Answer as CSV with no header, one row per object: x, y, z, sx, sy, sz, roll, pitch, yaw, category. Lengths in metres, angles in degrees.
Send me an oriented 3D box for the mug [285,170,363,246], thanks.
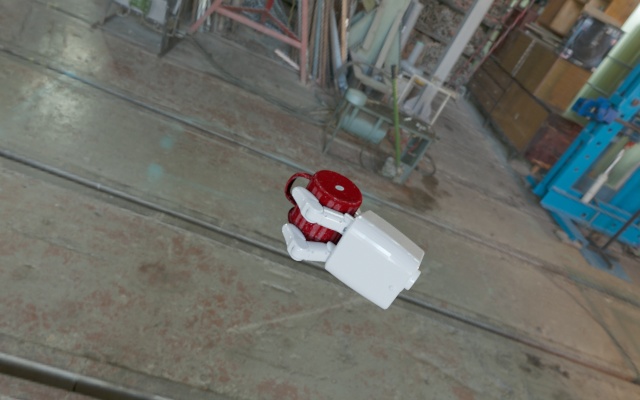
-0.001,0.001,0.708,0.117,0.081,0.093,36,30,10,mug
